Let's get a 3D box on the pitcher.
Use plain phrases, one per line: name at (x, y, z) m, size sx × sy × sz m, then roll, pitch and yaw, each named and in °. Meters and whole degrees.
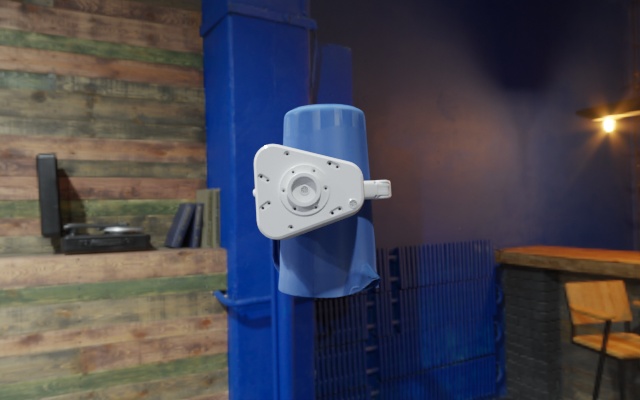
pitcher at (0.000, 0.002, 0.642) m, size 0.149 × 0.243 × 0.145 m, roll -1°, pitch 0°, yaw 1°
